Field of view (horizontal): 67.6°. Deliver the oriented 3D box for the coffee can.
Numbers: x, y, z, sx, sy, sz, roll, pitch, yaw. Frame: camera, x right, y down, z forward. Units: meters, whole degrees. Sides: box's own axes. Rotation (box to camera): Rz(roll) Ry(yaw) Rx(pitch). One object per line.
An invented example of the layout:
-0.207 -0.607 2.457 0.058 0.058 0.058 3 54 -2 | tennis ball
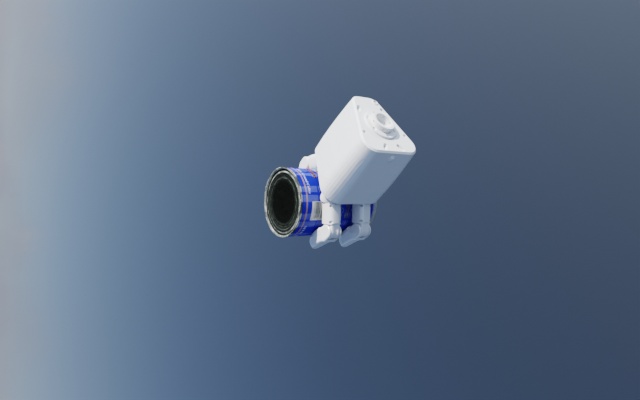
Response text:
0.000 0.002 0.727 0.140 0.103 0.103 0 0 -36 | coffee can
